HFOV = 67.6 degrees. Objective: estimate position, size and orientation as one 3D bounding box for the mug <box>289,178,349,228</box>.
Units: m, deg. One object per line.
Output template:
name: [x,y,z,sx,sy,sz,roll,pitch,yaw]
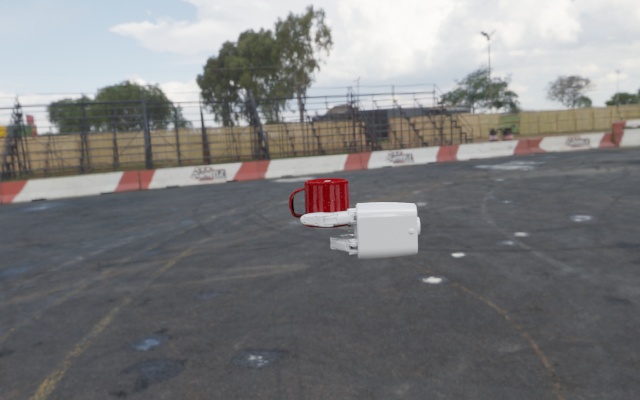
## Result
mug: [-0.001,0.003,0.883,0.117,0.081,0.093,-2,7,1]
